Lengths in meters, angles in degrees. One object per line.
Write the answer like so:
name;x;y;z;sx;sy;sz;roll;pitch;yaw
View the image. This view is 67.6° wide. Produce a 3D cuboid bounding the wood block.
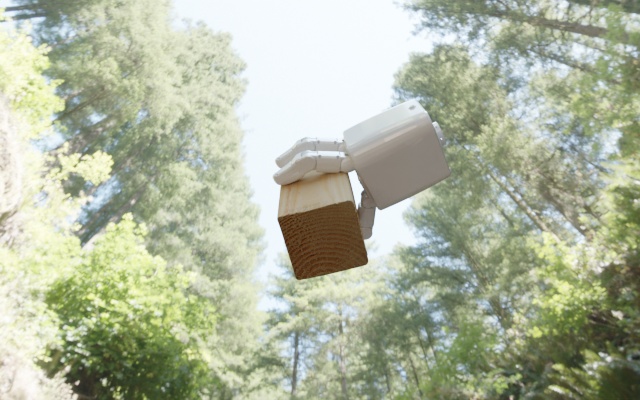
wood block;0.001;0.002;0.632;0.090;0.091;0.206;-14;26;5
